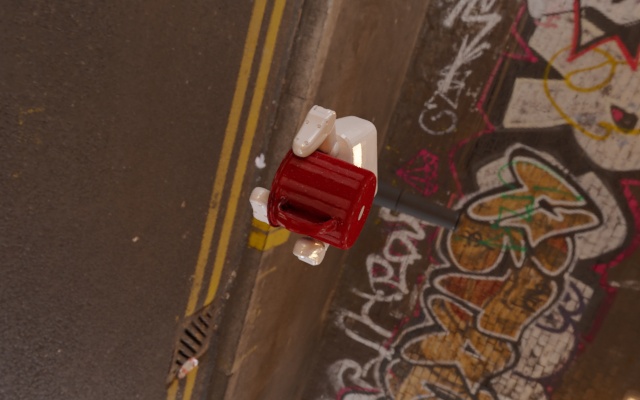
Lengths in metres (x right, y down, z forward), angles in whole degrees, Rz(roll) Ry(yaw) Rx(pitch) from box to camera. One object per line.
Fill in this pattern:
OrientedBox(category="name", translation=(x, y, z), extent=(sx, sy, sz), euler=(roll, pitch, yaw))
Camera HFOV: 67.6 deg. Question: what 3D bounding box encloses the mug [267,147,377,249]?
OrientedBox(category="mug", translation=(0.000, 0.002, 0.462), extent=(0.081, 0.093, 0.117), euler=(21, 26, 16))
